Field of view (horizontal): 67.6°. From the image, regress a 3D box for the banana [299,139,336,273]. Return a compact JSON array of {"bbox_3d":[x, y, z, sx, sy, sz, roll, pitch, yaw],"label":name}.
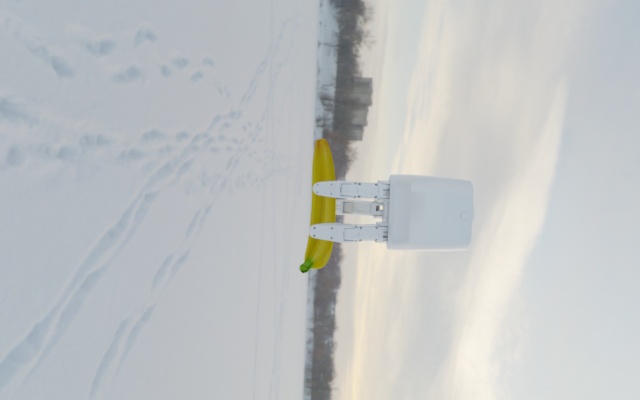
[{"bbox_3d":[0.002,0.013,0.668,0.037,0.197,0.070,2,-23,8],"label":"banana"}]
